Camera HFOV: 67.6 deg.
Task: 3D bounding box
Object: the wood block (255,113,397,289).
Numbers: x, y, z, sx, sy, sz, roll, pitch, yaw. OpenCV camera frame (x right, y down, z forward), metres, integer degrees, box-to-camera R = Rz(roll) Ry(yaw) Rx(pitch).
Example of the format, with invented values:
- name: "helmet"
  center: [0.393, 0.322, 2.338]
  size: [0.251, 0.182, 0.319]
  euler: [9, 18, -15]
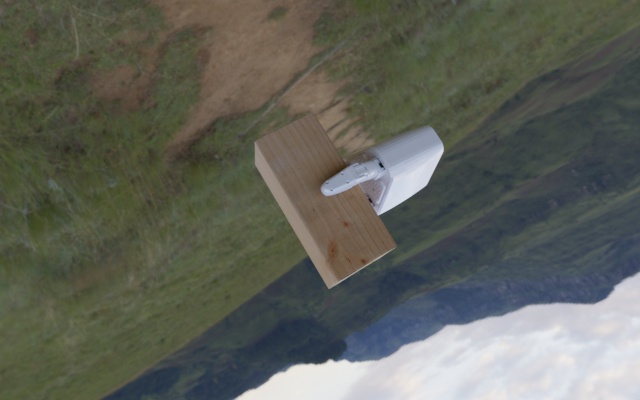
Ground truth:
- name: "wood block"
  center: [0.001, 0.002, 0.637]
  size: [0.090, 0.206, 0.091]
  euler: [-29, -10, -15]
